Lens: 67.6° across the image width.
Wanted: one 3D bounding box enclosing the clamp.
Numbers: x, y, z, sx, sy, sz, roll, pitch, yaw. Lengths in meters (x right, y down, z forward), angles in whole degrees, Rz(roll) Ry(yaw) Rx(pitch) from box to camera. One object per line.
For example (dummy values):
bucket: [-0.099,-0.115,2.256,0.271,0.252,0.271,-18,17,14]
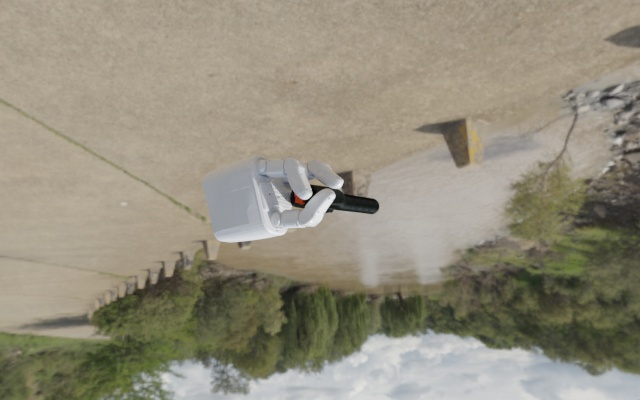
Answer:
clamp: [0.000,0.003,0.721,0.120,0.039,0.171,-12,-17,33]
